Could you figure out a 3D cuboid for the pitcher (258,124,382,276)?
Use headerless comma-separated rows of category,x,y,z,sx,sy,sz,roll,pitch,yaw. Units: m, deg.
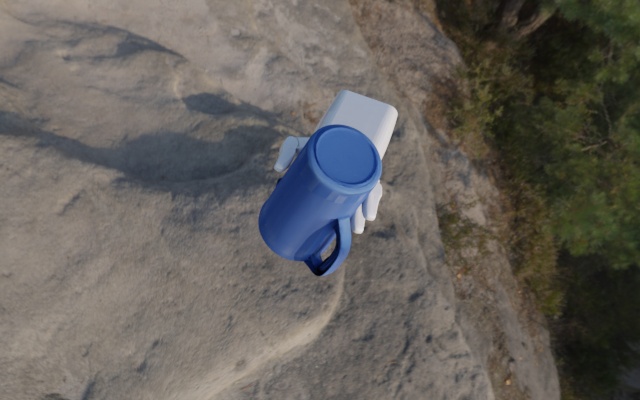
pitcher,0.000,0.002,0.721,0.149,0.145,0.243,29,-32,-5
